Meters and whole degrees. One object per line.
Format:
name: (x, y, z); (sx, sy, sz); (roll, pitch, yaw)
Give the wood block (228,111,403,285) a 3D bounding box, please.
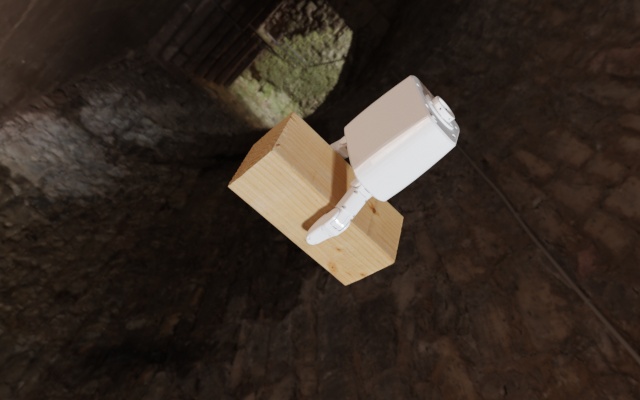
wood block: (0.000, 0.002, 0.606); (0.206, 0.090, 0.090); (42, -50, -18)
